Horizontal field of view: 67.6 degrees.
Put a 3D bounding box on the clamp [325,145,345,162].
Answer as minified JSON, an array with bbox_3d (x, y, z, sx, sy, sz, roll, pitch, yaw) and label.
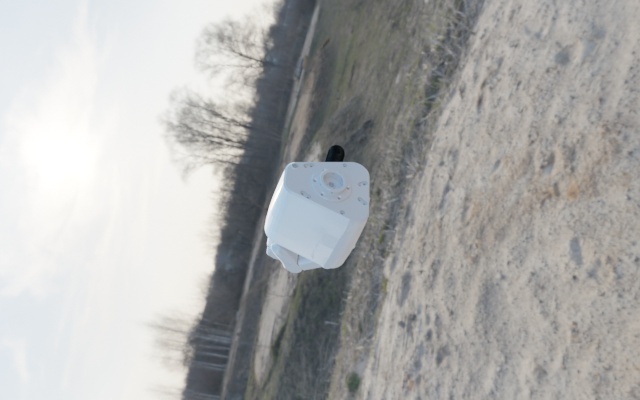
[{"bbox_3d":[-0.001,0.002,0.712,0.039,0.171,0.120,12,-38,-9],"label":"clamp"}]
